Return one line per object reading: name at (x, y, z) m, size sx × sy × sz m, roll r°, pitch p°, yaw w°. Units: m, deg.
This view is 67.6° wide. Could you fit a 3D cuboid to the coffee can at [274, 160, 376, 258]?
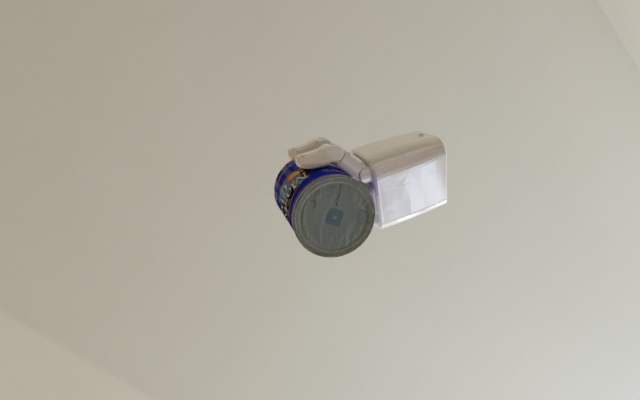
coffee can at (0.000, 0.002, 0.629) m, size 0.103 × 0.103 × 0.140 m, roll 0°, pitch 16°, yaw -15°
